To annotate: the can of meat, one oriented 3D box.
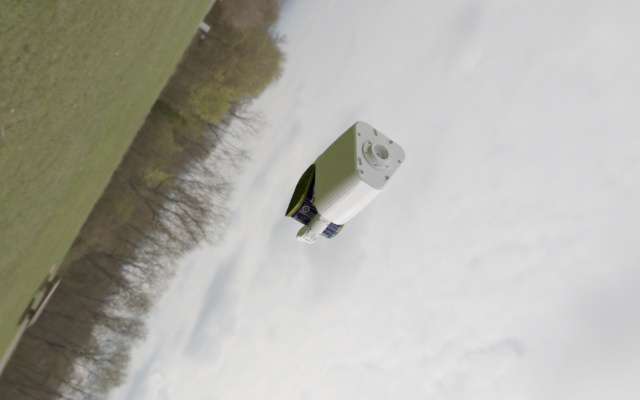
[{"bbox_3d":[0.000,0.003,0.779,0.084,0.102,0.057,31,-45,-14],"label":"can of meat"}]
